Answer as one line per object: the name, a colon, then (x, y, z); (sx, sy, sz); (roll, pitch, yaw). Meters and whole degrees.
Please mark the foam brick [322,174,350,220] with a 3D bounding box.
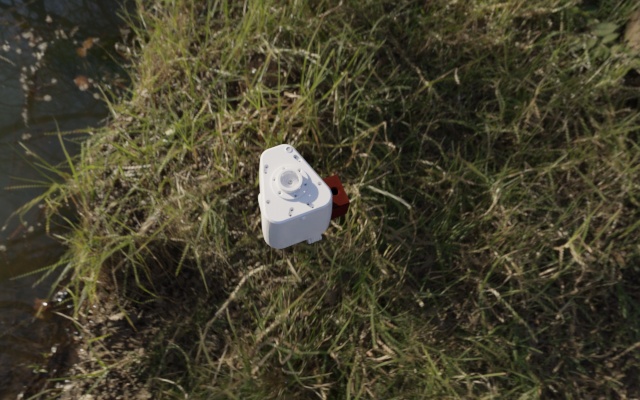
foam brick: (0.000, 0.002, 0.747); (0.078, 0.053, 0.051); (-20, -20, -11)
